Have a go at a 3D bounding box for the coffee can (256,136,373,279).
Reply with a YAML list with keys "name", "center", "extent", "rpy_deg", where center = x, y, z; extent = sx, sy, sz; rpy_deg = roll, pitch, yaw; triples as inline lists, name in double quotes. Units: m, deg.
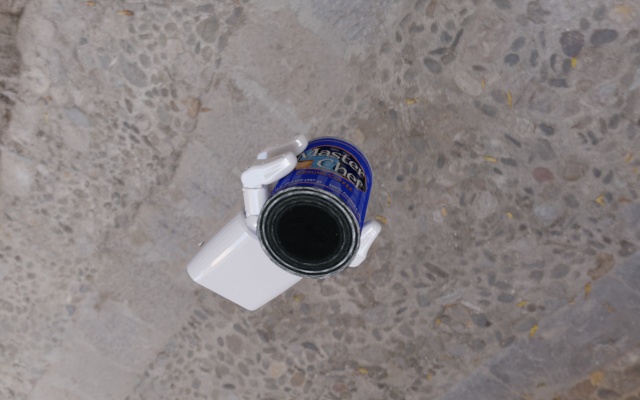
- name: "coffee can"
  center: [0.000, 0.002, 0.515]
  extent: [0.103, 0.103, 0.140]
  rpy_deg: [0, 27, 12]
